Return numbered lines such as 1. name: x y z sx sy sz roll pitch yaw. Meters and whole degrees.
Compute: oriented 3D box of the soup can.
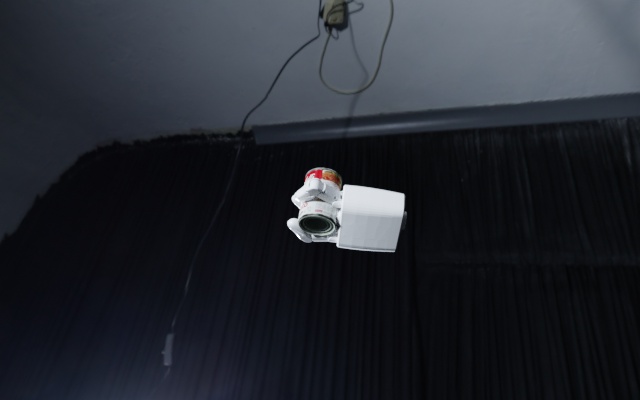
1. soup can: 0.000 0.003 0.843 0.068 0.102 0.069 6 -35 4
